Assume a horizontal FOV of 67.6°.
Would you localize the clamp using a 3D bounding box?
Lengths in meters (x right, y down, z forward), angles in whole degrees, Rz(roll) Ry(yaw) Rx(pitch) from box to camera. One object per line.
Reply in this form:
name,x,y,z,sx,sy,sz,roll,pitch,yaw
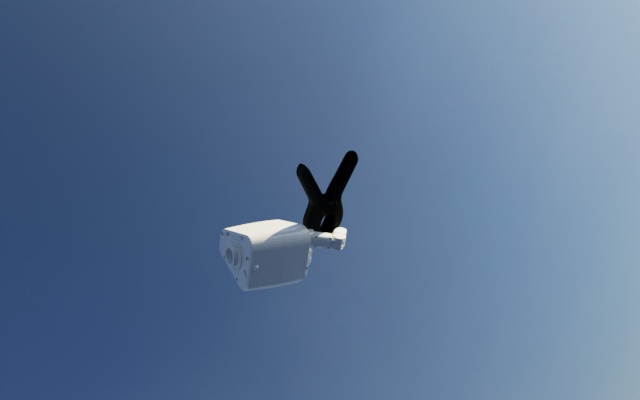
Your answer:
clamp,0.000,0.002,0.776,0.120,0.171,0.039,-5,26,-36
